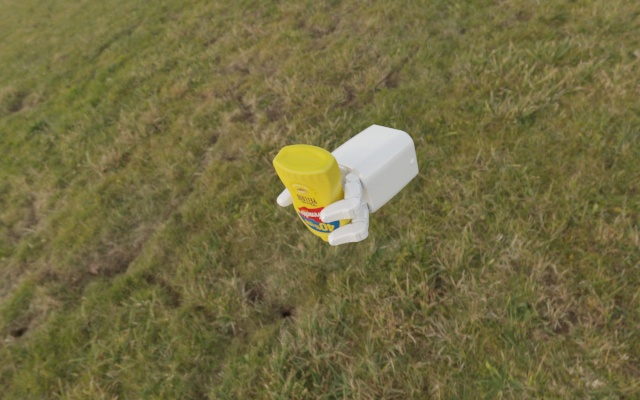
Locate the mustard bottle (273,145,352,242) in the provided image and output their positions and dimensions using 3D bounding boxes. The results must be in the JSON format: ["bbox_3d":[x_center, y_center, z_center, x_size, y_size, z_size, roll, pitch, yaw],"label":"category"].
[{"bbox_3d":[0.000,0.002,0.733,0.096,0.058,0.192,12,-35,29],"label":"mustard bottle"}]
